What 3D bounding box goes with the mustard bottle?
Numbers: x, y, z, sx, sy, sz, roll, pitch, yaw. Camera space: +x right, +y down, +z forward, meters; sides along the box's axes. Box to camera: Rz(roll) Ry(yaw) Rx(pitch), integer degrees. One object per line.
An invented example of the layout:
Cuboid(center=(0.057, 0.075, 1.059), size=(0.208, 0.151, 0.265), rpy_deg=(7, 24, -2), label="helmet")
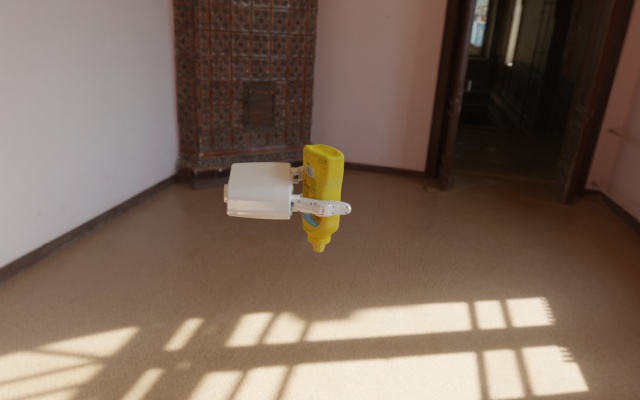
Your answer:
Cuboid(center=(0.000, 0.003, 0.847), size=(0.058, 0.192, 0.096), rpy_deg=(-8, 23, -28), label="mustard bottle")
